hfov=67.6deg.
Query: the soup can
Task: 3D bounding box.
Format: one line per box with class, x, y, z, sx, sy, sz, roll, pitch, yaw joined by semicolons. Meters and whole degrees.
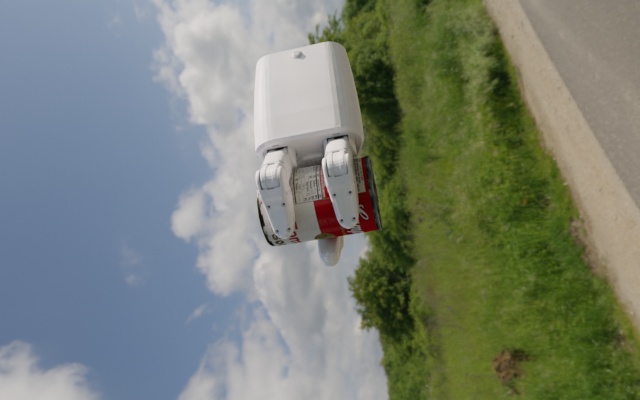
soup can;0.000;0.002;0.433;0.102;0.068;0.068;-10;-2;8
